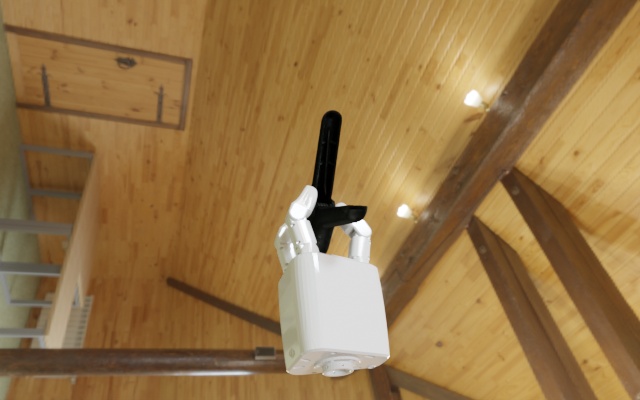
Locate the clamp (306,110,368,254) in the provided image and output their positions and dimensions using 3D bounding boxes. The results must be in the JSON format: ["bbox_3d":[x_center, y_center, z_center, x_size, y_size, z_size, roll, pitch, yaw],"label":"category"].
[{"bbox_3d":[0.001,0.003,0.610,0.036,0.164,0.210,5,-35,-18],"label":"clamp"}]
